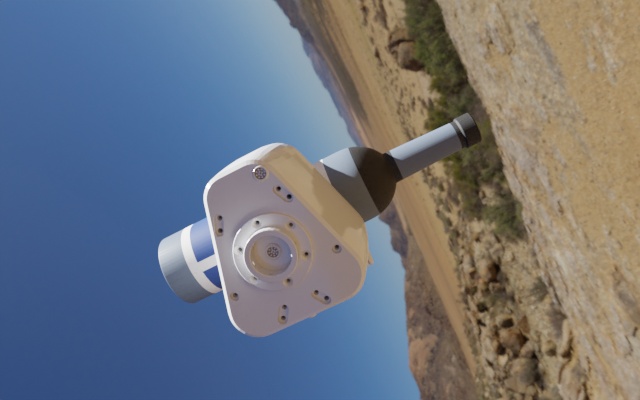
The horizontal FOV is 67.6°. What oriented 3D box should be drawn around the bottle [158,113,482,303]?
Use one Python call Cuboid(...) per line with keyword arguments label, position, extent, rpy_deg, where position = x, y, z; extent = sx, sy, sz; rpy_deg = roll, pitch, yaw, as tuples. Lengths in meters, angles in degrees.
Cuboid(label="bottle", position=(0.000, 0.001, 0.426), extent=(0.296, 0.069, 0.069), rpy_deg=(-26, -4, 8))
